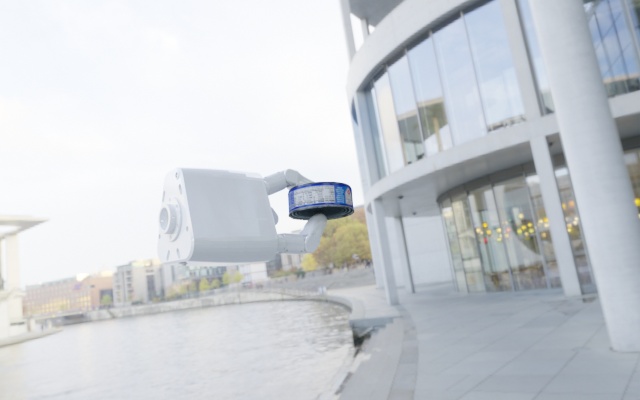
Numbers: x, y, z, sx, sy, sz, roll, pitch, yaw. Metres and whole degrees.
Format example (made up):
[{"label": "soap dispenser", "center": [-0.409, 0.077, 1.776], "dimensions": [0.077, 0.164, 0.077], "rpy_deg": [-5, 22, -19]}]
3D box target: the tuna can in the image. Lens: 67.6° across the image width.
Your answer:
[{"label": "tuna can", "center": [0.000, 0.001, 0.620], "dimensions": [0.086, 0.033, 0.086], "rpy_deg": [-4, -13, -1]}]
